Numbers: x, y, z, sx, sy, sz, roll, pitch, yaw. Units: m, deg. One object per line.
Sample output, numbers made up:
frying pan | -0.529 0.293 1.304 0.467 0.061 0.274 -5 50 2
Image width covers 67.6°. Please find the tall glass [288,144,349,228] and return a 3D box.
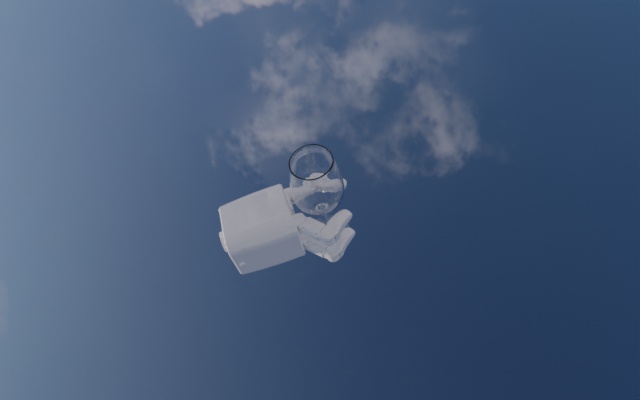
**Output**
tall glass | 0.000 0.003 0.722 0.079 0.079 0.201 0 -33 9
